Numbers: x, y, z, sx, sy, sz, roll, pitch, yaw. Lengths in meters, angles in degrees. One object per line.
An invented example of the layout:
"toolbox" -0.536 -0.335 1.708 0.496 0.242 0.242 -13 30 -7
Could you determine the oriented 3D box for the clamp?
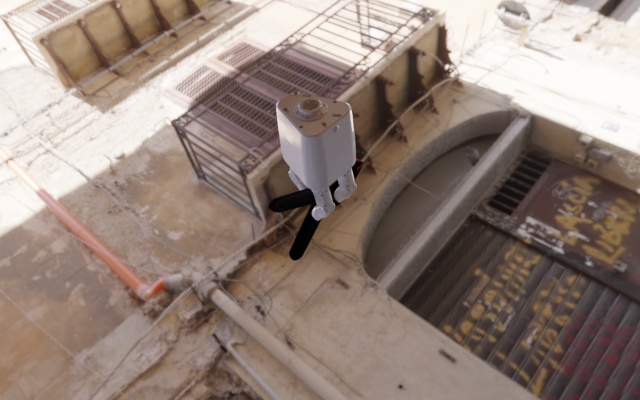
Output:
"clamp" 0.000 0.002 0.838 0.036 0.165 0.210 32 59 29
